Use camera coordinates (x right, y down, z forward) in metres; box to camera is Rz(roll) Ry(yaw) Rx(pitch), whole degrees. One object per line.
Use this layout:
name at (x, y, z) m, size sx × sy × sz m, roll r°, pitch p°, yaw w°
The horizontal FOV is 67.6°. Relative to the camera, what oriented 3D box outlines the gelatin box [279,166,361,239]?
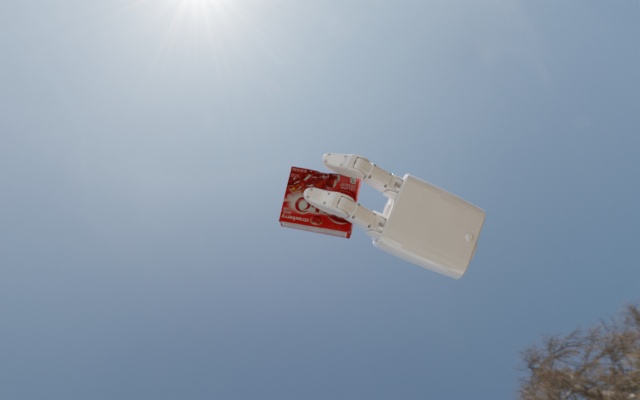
gelatin box at (0.000, 0.002, 0.587) m, size 0.089 × 0.073 × 0.030 m, roll 10°, pitch -19°, yaw 6°
